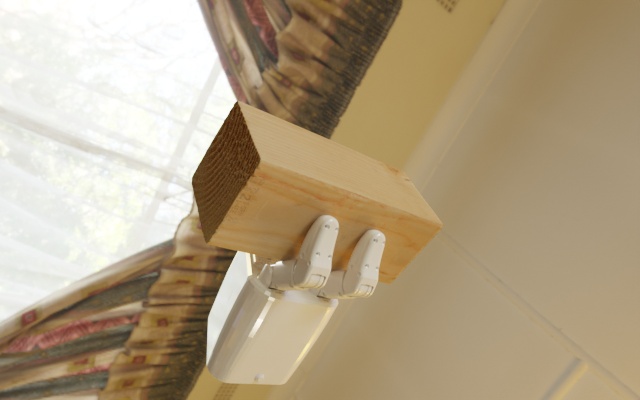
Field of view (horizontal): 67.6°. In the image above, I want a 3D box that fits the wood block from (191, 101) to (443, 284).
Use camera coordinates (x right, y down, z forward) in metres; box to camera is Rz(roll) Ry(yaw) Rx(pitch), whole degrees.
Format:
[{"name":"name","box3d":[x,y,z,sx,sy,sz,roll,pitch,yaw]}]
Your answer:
[{"name":"wood block","box3d":[0.000,0.002,0.441,0.206,0.090,0.090,18,29,-36]}]
